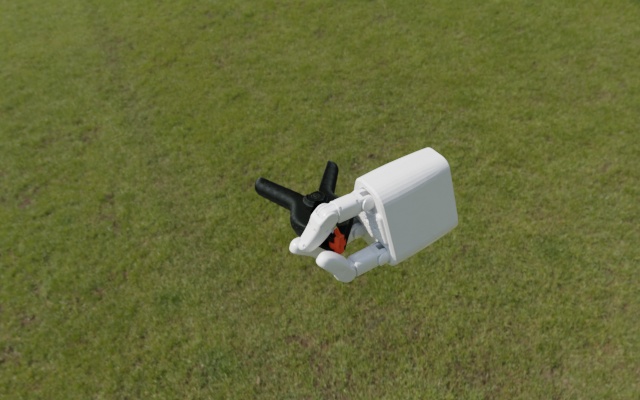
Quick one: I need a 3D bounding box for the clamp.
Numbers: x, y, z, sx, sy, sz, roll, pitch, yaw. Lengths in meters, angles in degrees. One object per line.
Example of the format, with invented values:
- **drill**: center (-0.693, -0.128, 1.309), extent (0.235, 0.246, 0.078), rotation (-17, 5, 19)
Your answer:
- **clamp**: center (0.000, 0.002, 0.618), extent (0.120, 0.039, 0.171), rotation (-26, 45, -18)
